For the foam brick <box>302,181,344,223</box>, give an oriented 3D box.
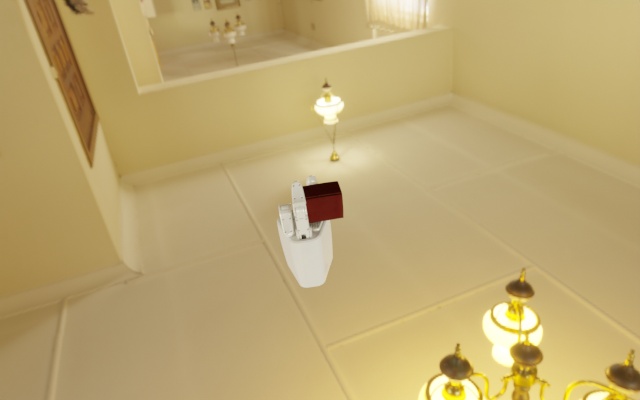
[{"bbox_3d":[0.000,0.003,0.859,0.078,0.051,0.053,-9,27,0],"label":"foam brick"}]
